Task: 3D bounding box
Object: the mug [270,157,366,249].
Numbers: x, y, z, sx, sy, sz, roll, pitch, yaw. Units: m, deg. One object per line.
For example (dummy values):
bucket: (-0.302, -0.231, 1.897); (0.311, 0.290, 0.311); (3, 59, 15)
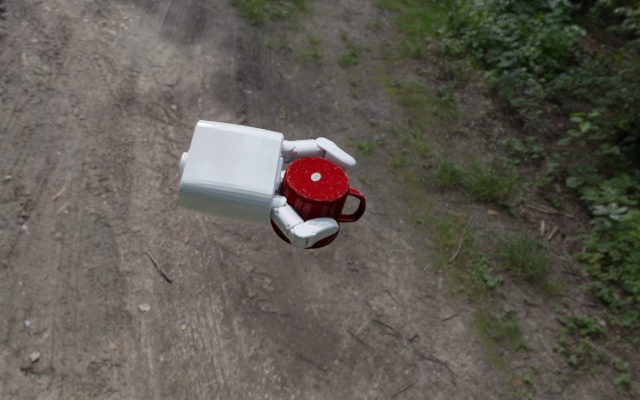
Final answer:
mug: (0.002, 0.002, 0.600); (0.117, 0.093, 0.082); (10, -45, -8)
